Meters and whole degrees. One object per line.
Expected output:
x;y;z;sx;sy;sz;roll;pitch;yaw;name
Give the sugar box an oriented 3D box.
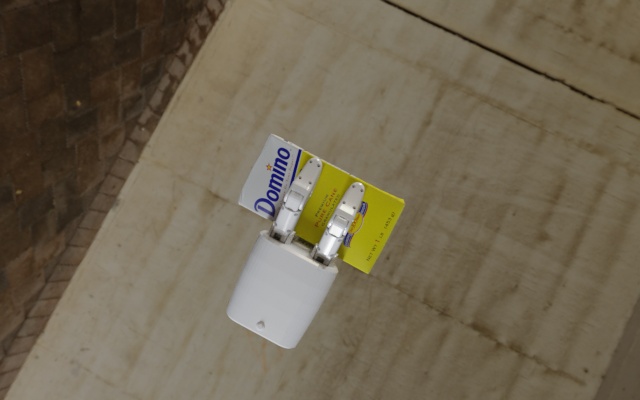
0.000;0.002;0.559;0.176;0.093;0.048;27;6;5;sugar box
